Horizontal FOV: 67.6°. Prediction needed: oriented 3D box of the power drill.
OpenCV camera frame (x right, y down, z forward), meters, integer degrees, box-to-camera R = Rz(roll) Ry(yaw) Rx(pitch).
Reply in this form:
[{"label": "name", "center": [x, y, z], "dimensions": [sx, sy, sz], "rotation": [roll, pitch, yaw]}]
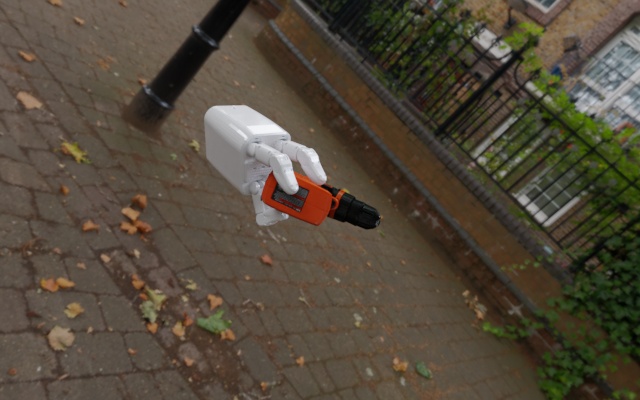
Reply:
[{"label": "power drill", "center": [0.000, 0.002, 0.759], "dimensions": [0.184, 0.057, 0.187], "rotation": [22, 4, 14]}]
